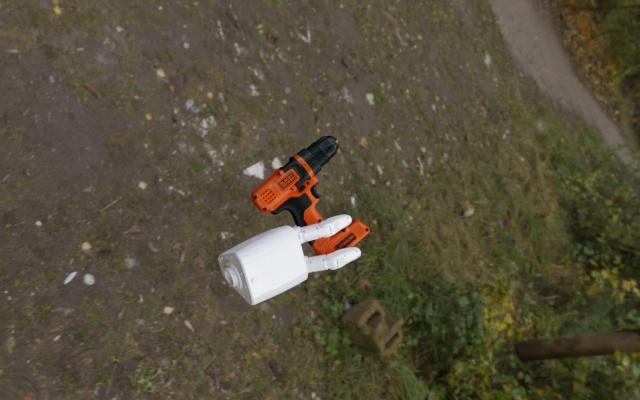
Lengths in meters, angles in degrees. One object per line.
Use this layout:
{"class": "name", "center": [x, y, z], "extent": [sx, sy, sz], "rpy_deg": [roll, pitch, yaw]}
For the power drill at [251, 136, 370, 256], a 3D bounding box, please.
{"class": "power drill", "center": [0.000, 0.003, 0.837], "extent": [0.184, 0.187, 0.057], "rpy_deg": [-40, 5, -9]}
